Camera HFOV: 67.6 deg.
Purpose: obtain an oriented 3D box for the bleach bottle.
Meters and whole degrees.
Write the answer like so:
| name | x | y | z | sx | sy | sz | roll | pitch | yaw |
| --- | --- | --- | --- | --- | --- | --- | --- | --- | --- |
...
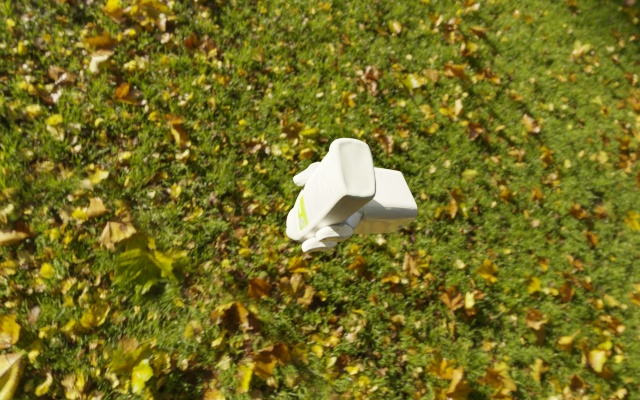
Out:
| name | x | y | z | sx | sy | sz | roll | pitch | yaw |
| --- | --- | --- | --- | --- | --- | --- | --- | --- | --- |
| bleach bottle | 0.000 | 0.003 | 0.787 | 0.068 | 0.102 | 0.251 | 4 | -24 | -25 |
